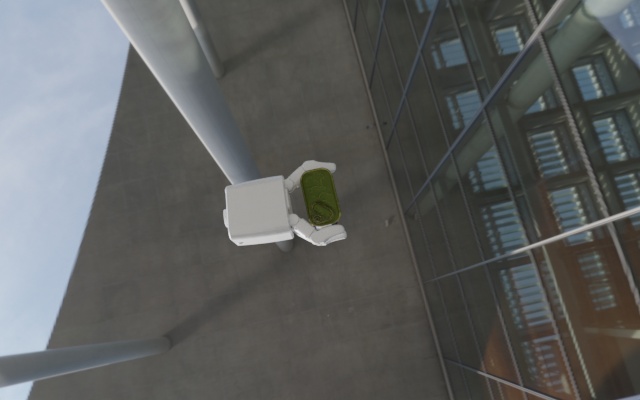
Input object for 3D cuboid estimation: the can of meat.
[{"bbox_3d":[0.000,0.003,0.858,0.057,0.102,0.084,-13,-13,-3],"label":"can of meat"}]
